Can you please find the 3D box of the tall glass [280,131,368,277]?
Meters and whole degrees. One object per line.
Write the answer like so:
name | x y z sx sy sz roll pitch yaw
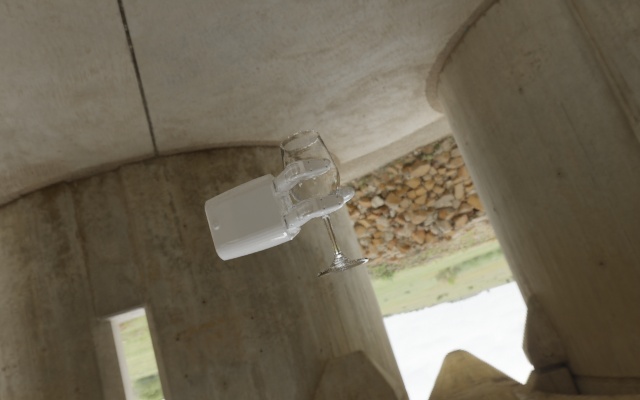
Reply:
tall glass | 0.000 0.003 0.684 0.079 0.201 0.079 -17 -14 -5
